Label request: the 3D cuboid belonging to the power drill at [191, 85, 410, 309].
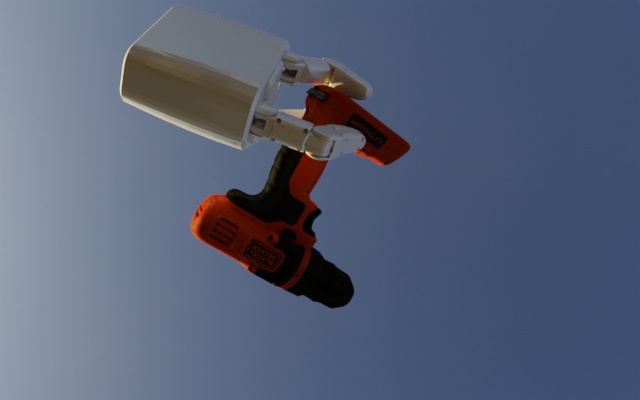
[{"bbox_3d":[0.000,0.001,0.457,0.184,0.187,0.057,33,5,-26],"label":"power drill"}]
